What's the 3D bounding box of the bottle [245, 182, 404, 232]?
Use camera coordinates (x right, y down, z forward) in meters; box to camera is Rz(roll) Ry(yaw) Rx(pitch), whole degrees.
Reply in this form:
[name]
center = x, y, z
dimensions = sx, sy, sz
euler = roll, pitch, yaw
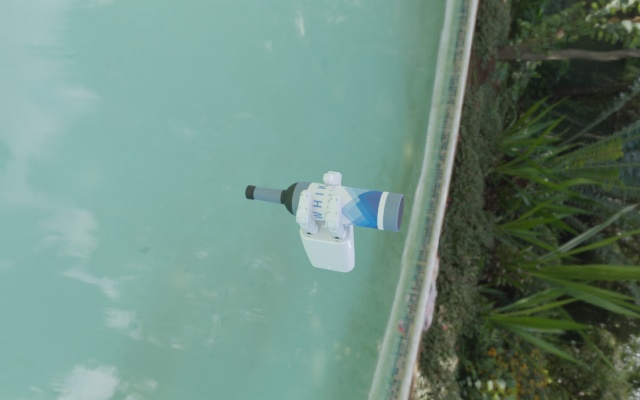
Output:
[bottle]
center = 0.000, 0.003, 0.874
dimensions = 0.295, 0.069, 0.069
euler = 8, 2, 17
